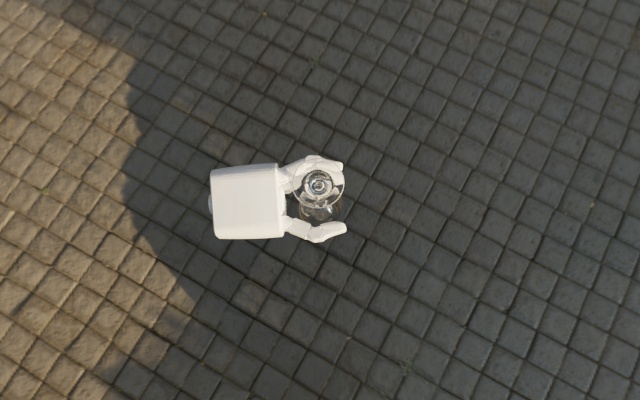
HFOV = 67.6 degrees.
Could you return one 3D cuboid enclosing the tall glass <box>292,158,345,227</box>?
[{"bbox_3d":[0.000,0.002,0.766,0.079,0.079,0.201,0,-16,3],"label":"tall glass"}]
